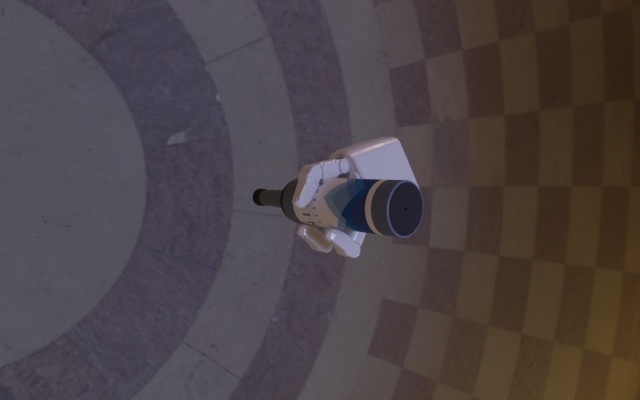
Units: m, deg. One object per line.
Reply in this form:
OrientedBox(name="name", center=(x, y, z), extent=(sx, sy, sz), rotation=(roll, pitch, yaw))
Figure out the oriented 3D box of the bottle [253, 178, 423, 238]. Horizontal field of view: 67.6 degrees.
OrientedBox(name="bottle", center=(0.000, 0.002, 0.654), extent=(0.069, 0.069, 0.295), rotation=(0, 3, -42))
